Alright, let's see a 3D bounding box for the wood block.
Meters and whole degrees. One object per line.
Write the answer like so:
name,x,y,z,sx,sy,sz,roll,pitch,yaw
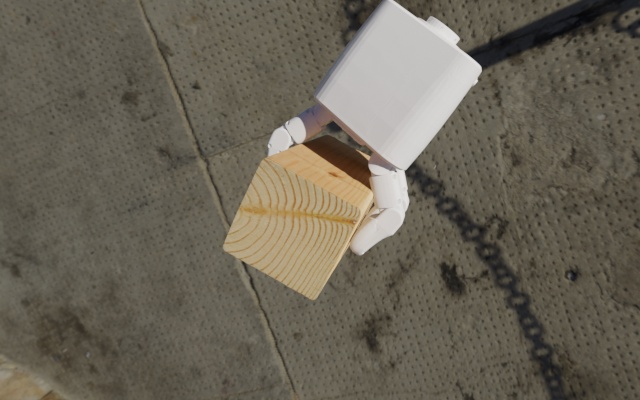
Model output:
wood block,0.000,0.001,0.473,0.091,0.090,0.206,29,18,7
